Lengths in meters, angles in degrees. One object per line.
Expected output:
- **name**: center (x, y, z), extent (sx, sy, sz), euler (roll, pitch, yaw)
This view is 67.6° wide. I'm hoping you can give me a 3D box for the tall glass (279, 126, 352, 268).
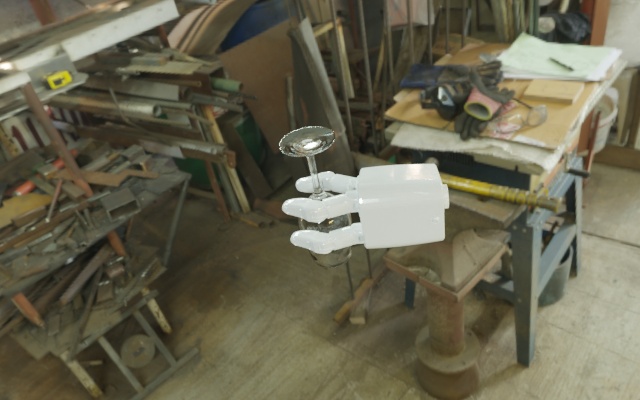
- **tall glass**: center (0.000, 0.002, 0.670), extent (0.079, 0.201, 0.079), euler (-8, 35, 6)
